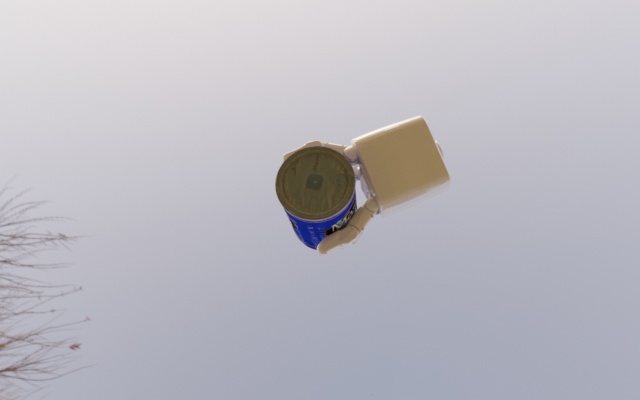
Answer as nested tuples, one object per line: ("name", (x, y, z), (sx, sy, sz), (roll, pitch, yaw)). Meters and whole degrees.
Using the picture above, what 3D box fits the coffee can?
("coffee can", (0.000, 0.002, 0.665), (0.103, 0.102, 0.140), (0, -22, 6))
